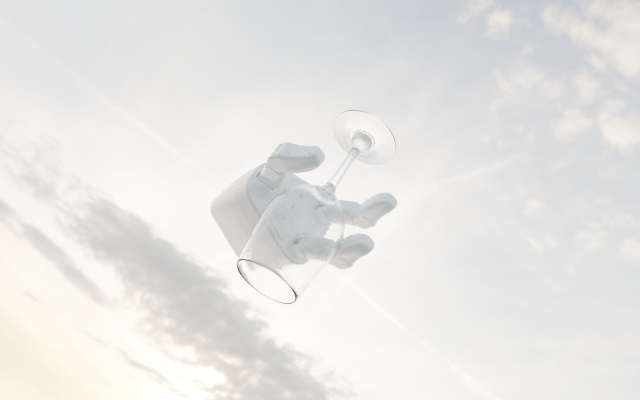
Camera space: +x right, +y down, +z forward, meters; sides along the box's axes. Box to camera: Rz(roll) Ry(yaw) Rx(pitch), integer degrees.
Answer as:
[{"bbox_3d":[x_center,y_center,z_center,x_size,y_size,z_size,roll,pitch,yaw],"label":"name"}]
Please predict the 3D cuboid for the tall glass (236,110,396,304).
[{"bbox_3d":[0.000,0.001,0.464,0.079,0.079,0.201,0,44,41],"label":"tall glass"}]
